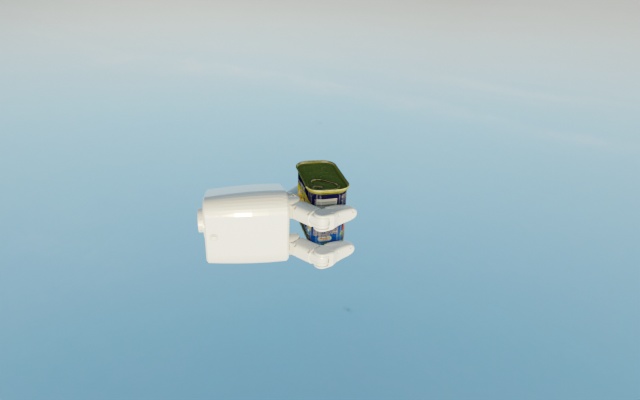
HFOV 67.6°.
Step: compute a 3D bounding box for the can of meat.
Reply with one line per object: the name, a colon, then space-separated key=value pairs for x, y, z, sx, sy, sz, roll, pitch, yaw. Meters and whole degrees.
can of meat: x=0.000 y=0.002 z=0.654 sx=0.057 sy=0.084 sz=0.102 roll=-4 pitch=27 yaw=-13
